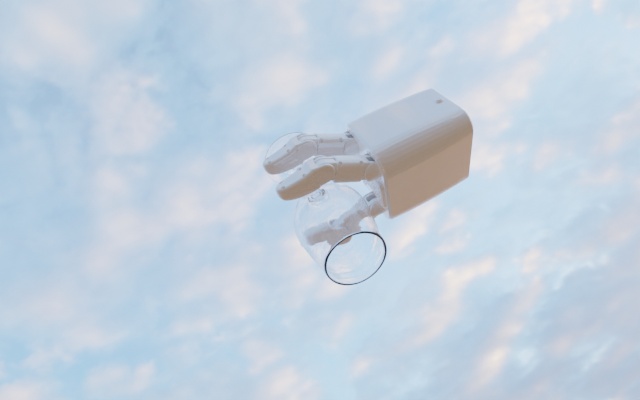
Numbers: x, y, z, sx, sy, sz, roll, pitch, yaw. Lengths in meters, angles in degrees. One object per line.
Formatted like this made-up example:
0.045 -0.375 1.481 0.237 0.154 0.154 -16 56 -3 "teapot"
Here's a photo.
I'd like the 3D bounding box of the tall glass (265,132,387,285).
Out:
0.000 0.001 0.511 0.079 0.079 0.201 0 32 -23 "tall glass"
